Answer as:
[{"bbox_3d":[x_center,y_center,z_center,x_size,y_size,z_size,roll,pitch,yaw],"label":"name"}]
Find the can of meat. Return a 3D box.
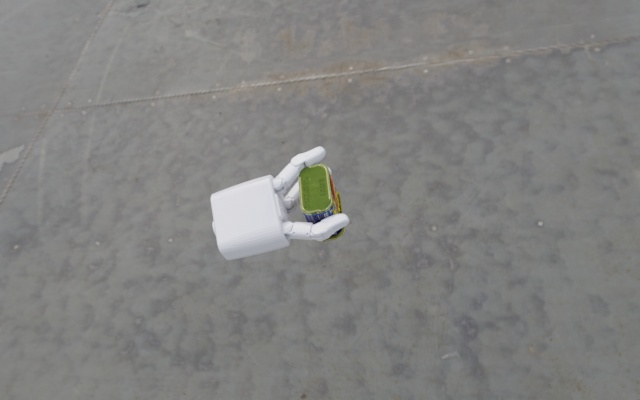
[{"bbox_3d":[0.000,0.002,0.781,0.057,0.102,0.084,-13,-37,8],"label":"can of meat"}]
